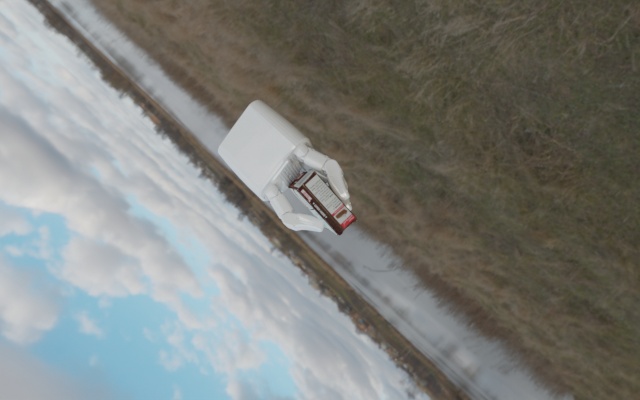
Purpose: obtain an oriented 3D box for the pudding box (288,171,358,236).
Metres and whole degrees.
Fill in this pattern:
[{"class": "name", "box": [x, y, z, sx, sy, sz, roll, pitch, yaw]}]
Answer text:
[{"class": "pudding box", "box": [0.000, 0.002, 0.686, 0.039, 0.090, 0.113, -43, 9, -3]}]
